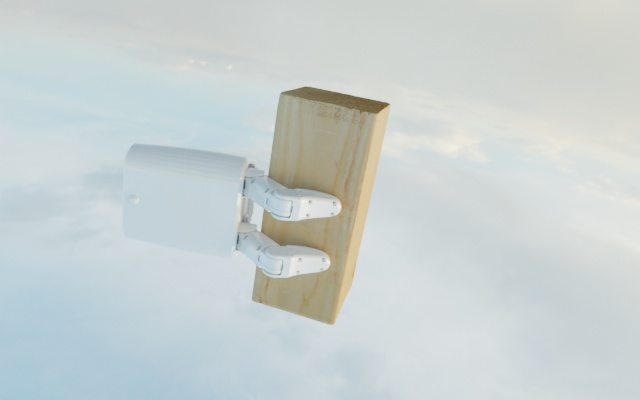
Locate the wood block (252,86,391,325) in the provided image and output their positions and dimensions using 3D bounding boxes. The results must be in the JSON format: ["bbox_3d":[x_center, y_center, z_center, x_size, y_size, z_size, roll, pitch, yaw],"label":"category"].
[{"bbox_3d":[0.000,0.001,0.471,0.090,0.206,0.090,14,20,10],"label":"wood block"}]
